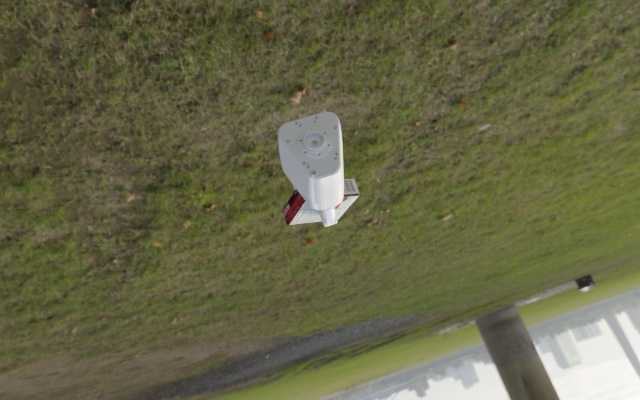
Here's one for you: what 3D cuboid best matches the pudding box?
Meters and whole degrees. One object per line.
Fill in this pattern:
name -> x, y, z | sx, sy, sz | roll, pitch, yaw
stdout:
pudding box -> 0.000, 0.003, 0.837 | 0.113, 0.039, 0.090 | -3, -30, -30
